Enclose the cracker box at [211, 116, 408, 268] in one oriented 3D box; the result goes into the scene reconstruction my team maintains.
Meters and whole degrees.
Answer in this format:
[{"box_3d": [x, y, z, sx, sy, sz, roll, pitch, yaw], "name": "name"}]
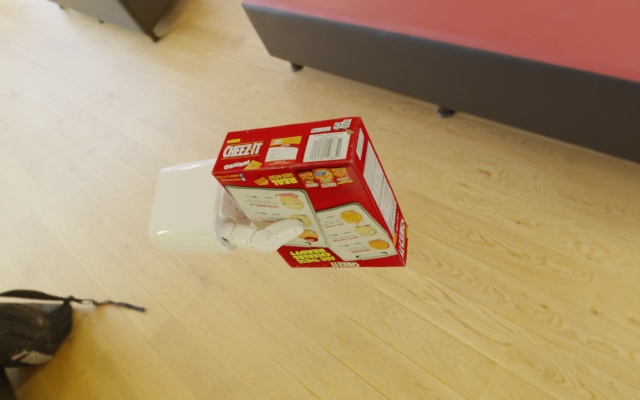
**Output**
[{"box_3d": [0.000, 0.002, 0.568, 0.164, 0.072, 0.214, -4, -36, 24], "name": "cracker box"}]
